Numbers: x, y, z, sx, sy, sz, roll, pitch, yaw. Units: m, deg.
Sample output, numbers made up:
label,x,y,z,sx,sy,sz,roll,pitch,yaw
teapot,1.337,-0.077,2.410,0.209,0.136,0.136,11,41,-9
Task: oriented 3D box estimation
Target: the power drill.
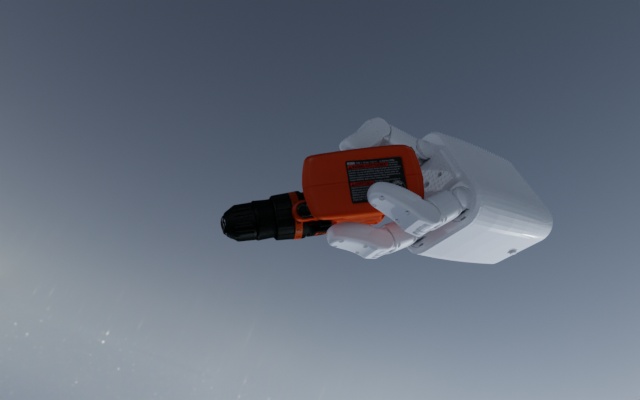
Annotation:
label,x,y,z,sx,sy,sz,roll,pitch,yaw
power drill,0.000,0.001,0.462,0.184,0.057,0.188,-9,-7,-16
